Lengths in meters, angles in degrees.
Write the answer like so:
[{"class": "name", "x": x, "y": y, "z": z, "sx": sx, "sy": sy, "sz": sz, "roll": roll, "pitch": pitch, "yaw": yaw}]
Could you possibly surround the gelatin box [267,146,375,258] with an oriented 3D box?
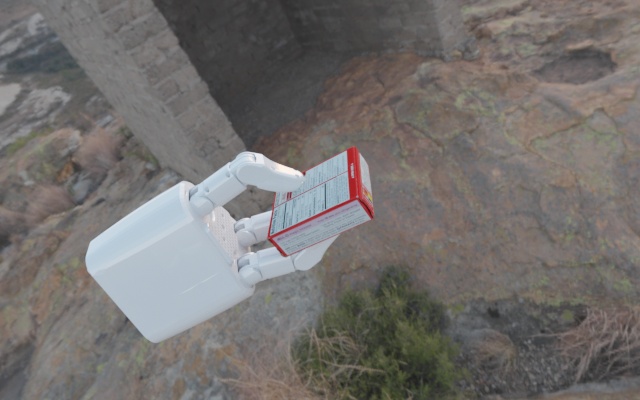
[{"class": "gelatin box", "x": 0.000, "y": 0.001, "z": 0.411, "sx": 0.089, "sy": 0.030, "sz": 0.073, "roll": -26, "pitch": 34, "yaw": 20}]
